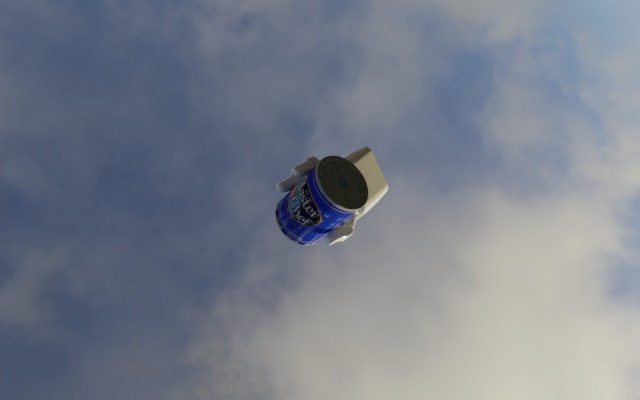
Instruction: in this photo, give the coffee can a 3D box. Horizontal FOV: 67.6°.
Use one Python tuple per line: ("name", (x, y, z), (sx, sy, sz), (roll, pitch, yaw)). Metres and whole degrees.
("coffee can", (0.000, 0.003, 0.823), (0.103, 0.102, 0.140), (0, -28, -38))
